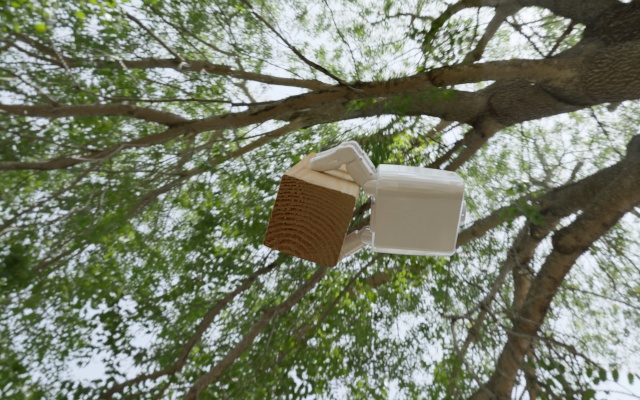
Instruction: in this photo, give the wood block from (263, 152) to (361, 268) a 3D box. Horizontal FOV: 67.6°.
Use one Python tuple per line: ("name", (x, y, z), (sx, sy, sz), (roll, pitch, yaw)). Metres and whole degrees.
("wood block", (0.000, 0.002, 0.633), (0.090, 0.091, 0.206), (17, 14, 4))
